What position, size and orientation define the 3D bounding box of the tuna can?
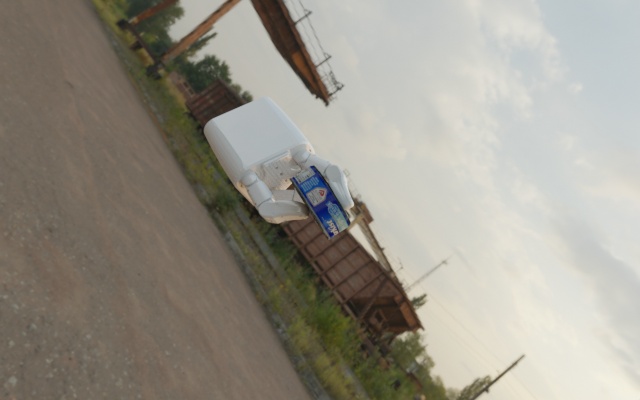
[{"bbox_3d":[0.001,0.002,0.561,0.034,0.086,0.086,-32,2,-3],"label":"tuna can"}]
